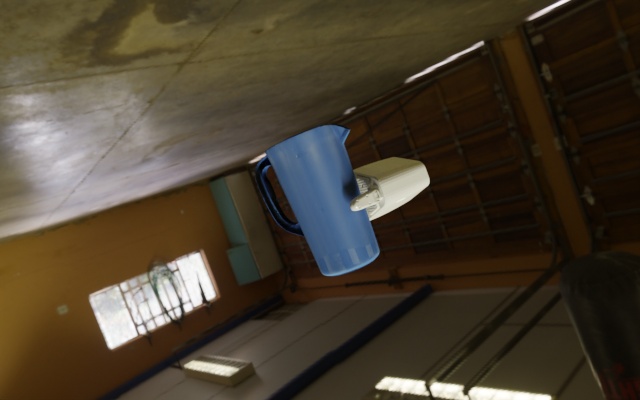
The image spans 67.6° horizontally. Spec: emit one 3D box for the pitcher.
[{"bbox_3d":[0.000,0.003,0.816,0.145,0.243,0.149,-23,3,-26],"label":"pitcher"}]
